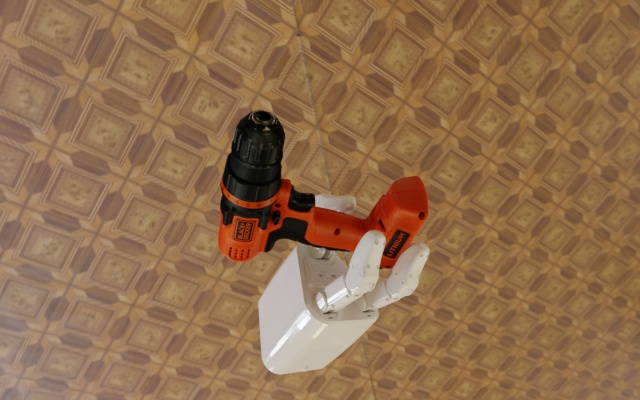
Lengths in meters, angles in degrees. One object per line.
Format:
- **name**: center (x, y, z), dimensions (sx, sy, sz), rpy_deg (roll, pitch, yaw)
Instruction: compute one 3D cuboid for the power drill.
- **power drill**: center (0.000, 0.002, 0.450), dimensions (0.187, 0.057, 0.185), rpy_deg (9, -39, -11)
